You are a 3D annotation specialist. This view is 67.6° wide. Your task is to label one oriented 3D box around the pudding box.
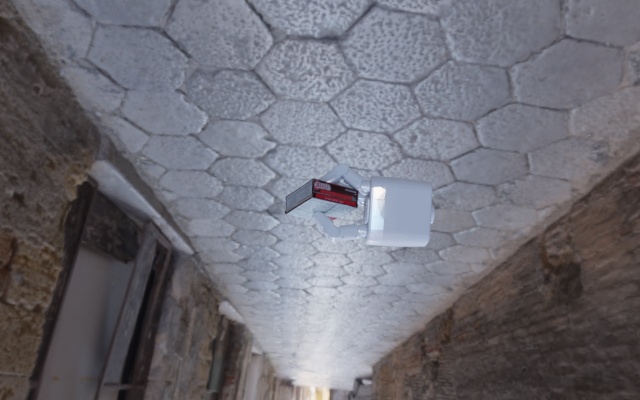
[{"bbox_3d":[0.000,0.003,0.832,0.090,0.039,0.113,14,-24,-25],"label":"pudding box"}]
